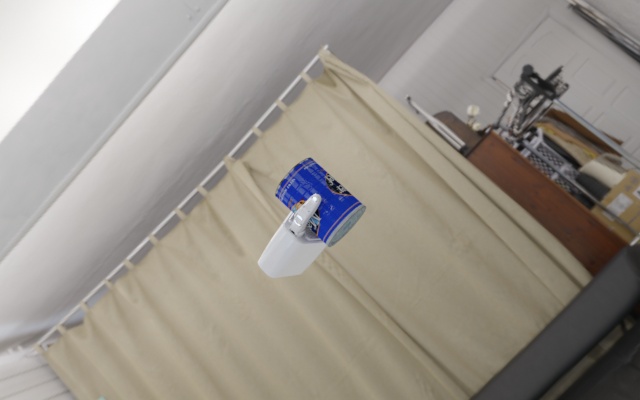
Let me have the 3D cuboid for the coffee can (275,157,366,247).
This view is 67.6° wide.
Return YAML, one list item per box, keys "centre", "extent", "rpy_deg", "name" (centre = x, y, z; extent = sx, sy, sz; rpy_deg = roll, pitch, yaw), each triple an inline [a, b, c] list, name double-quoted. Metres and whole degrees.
- centre: [0.000, 0.003, 0.893]
  extent: [0.140, 0.103, 0.103]
  rpy_deg: [43, 12, 13]
  name: "coffee can"
